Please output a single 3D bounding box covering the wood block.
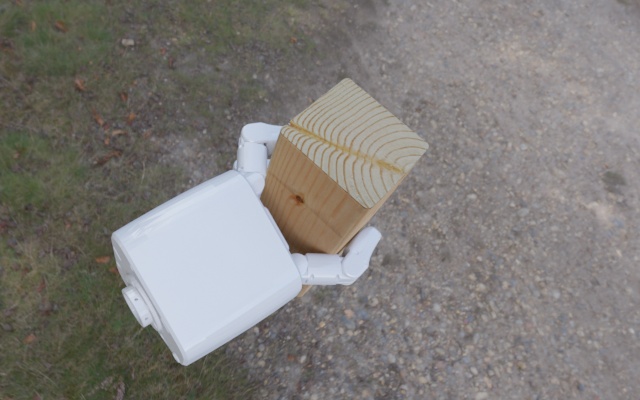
[{"bbox_3d":[0.000,0.002,0.448,0.090,0.091,0.206,-44,-8,-32],"label":"wood block"}]
